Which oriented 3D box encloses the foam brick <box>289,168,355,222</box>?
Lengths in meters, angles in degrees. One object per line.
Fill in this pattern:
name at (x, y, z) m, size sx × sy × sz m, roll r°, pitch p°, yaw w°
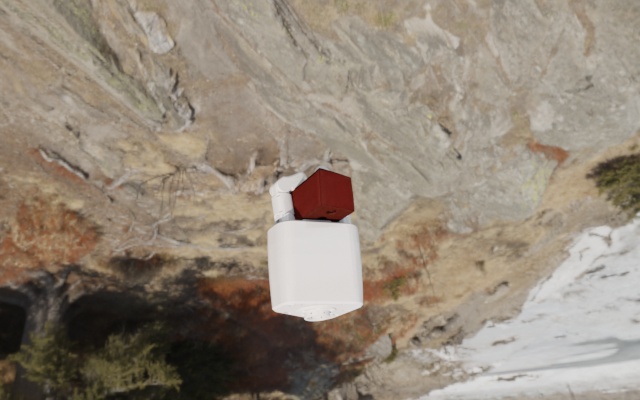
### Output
foam brick at (0.000, 0.002, 0.622) m, size 0.053 × 0.051 × 0.078 m, roll 13°, pitch -31°, yaw -31°
